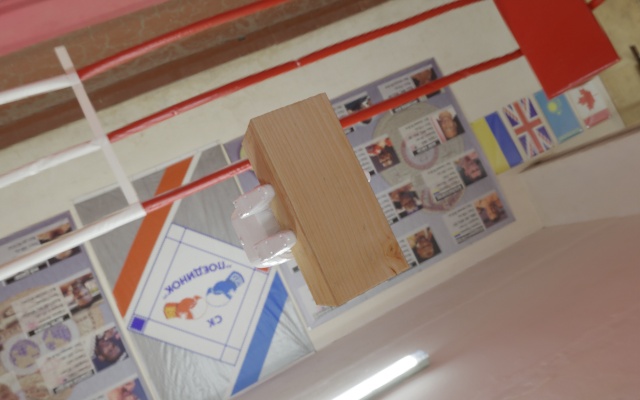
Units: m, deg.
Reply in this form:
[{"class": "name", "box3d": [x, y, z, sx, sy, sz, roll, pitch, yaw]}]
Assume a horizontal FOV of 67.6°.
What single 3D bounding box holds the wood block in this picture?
[{"class": "wood block", "box3d": [0.000, 0.002, 0.526, 0.091, 0.206, 0.090, -24, -4, -19]}]
